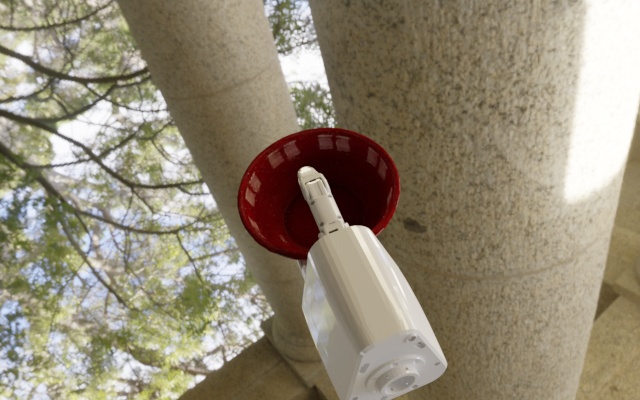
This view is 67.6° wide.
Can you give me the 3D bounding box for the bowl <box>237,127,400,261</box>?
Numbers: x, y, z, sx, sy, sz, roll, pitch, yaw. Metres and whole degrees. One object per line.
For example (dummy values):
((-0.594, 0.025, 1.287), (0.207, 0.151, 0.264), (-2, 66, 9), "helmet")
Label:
((0.000, 0.001, 0.492), (0.162, 0.162, 0.055), (0, -34, 9), "bowl")
